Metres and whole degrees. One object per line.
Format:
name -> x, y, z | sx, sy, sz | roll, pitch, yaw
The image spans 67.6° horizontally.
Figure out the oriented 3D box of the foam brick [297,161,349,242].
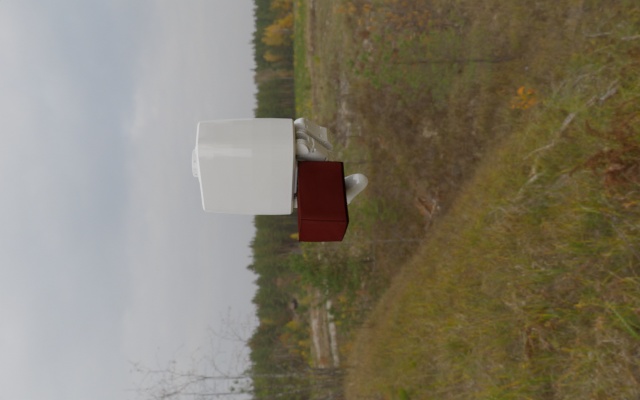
foam brick -> 0.000, 0.002, 0.532 | 0.051, 0.078, 0.053 | 0, -31, -7
